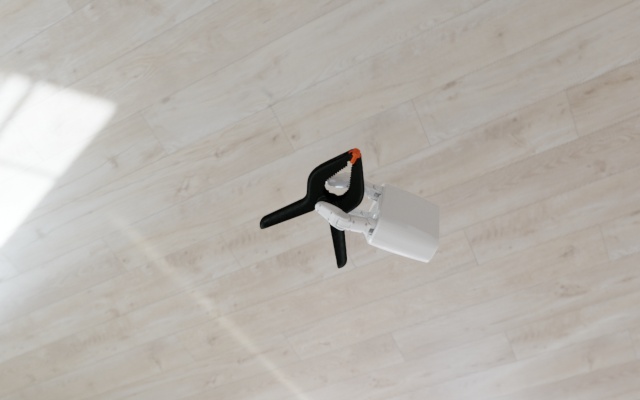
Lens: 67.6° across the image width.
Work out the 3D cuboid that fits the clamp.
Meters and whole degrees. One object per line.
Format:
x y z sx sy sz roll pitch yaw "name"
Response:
0.000 0.003 0.781 0.164 0.210 0.036 21 26 -4 "clamp"
